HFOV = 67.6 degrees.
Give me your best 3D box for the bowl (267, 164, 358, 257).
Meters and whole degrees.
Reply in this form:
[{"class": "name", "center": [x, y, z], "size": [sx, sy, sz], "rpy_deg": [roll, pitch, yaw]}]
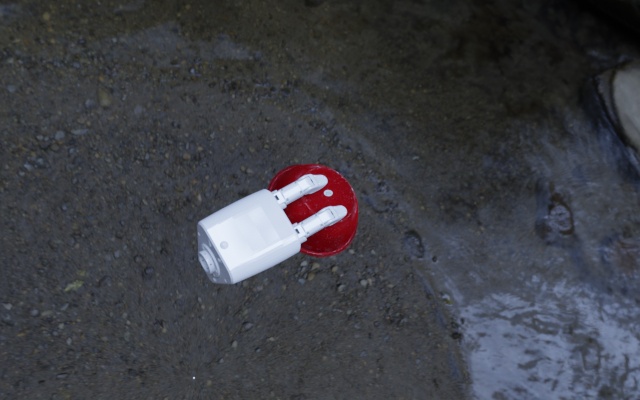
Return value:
[{"class": "bowl", "center": [0.001, 0.001, 0.737], "size": [0.162, 0.162, 0.055], "rpy_deg": [0, -26, -29]}]
